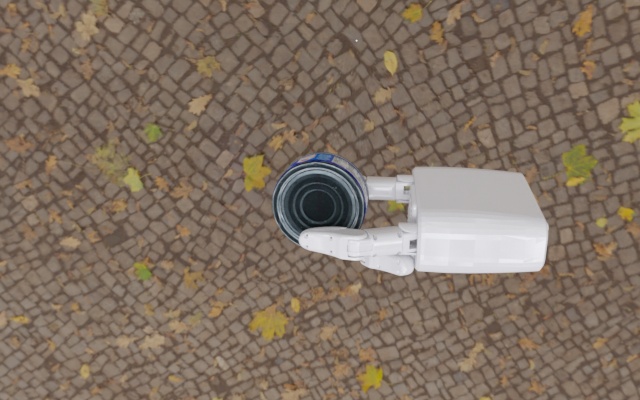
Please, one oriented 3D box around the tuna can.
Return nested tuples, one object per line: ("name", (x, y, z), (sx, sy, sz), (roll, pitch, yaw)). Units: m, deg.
("tuna can", (0.000, 0.002, 0.433), (0.086, 0.086, 0.033), (0, 18, 10))
